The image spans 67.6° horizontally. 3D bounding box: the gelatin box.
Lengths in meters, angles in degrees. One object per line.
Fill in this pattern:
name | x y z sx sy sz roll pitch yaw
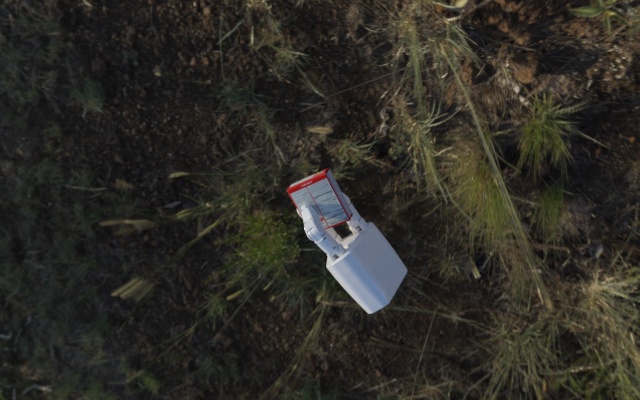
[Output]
gelatin box | 0.000 0.002 0.767 0.073 0.089 0.030 -23 16 23
